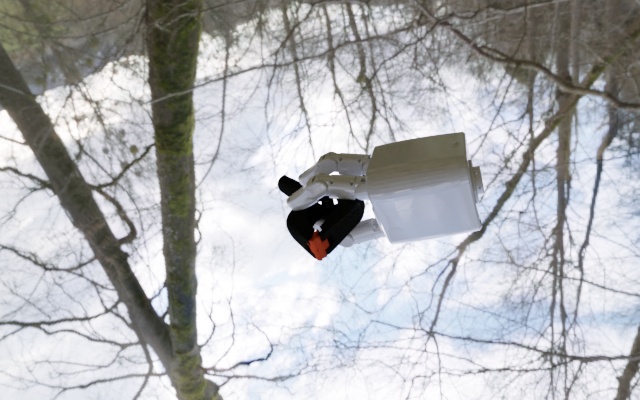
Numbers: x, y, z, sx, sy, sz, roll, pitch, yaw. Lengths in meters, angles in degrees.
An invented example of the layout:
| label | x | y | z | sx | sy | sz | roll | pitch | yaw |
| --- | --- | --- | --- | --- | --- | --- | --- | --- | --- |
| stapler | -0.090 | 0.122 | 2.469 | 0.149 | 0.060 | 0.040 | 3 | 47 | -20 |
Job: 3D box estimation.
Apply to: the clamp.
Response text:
| label | x | y | z | sx | sy | sz | roll | pitch | yaw |
| --- | --- | --- | --- | --- | --- | --- | --- | --- | --- |
| clamp | 0.000 | 0.003 | 0.585 | 0.164 | 0.036 | 0.210 | -13 | 27 | 21 |
